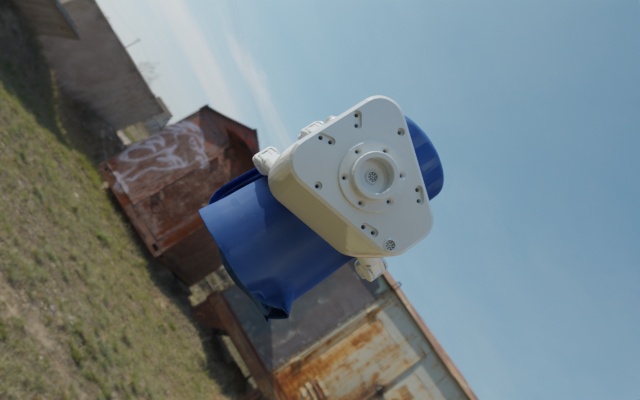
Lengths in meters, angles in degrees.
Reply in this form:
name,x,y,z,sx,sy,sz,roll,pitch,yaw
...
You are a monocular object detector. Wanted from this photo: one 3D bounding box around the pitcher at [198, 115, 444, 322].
name,x,y,z,sx,sy,sz,roll,pitch,yaw
pitcher,0.000,0.002,0.514,0.243,0.149,0.145,-32,1,-12
